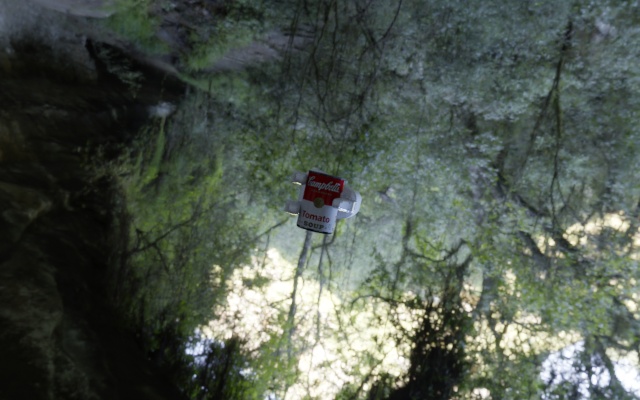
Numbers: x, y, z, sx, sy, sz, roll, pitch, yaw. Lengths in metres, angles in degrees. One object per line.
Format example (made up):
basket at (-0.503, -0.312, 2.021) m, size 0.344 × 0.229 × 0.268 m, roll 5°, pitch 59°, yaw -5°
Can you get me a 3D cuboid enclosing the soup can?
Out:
soup can at (0.000, 0.003, 0.844) m, size 0.068 × 0.102 × 0.068 m, roll 14°, pitch 3°, yaw -1°
